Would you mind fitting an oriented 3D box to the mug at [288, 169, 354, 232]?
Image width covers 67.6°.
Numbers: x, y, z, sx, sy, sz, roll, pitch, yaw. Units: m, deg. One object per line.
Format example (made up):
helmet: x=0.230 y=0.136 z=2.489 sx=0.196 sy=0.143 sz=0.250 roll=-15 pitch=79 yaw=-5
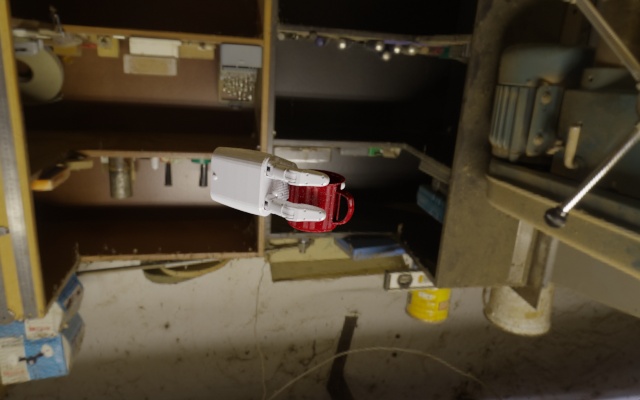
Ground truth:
mug: x=0.001 y=0.003 z=0.757 sx=0.117 sy=0.081 sz=0.093 roll=14 pitch=19 yaw=27
